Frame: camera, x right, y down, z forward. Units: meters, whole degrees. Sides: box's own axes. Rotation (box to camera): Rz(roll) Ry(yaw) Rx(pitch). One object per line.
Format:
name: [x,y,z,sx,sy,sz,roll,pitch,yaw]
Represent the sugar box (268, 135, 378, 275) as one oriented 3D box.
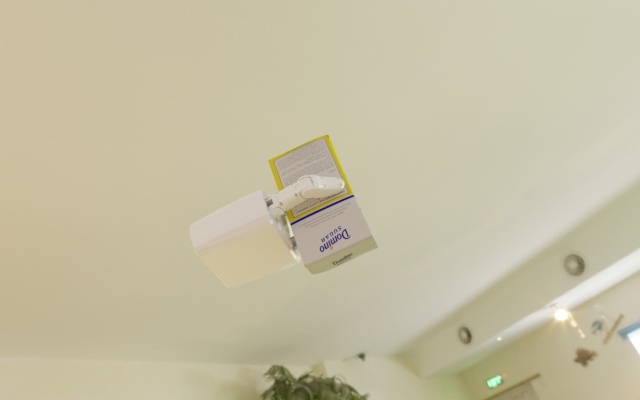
sugar box: [0.000,0.002,0.633,0.093,0.176,0.048,-24,-31,5]
